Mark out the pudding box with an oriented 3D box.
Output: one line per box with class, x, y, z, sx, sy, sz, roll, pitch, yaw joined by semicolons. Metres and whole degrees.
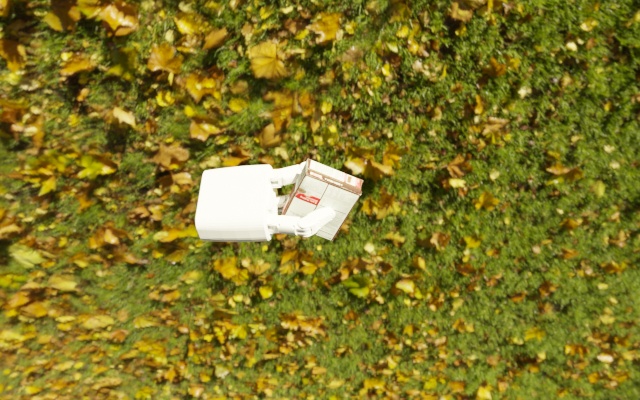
pudding box;0.000;0.002;0.720;0.090;0.039;0.114;20;-48;-11
